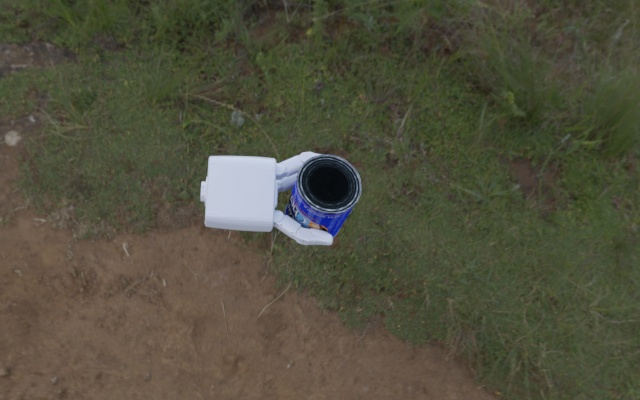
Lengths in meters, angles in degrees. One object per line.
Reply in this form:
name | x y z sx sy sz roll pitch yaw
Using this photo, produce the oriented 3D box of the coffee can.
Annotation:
coffee can | 0.000 0.003 0.790 0.103 0.102 0.140 0 -25 -13
